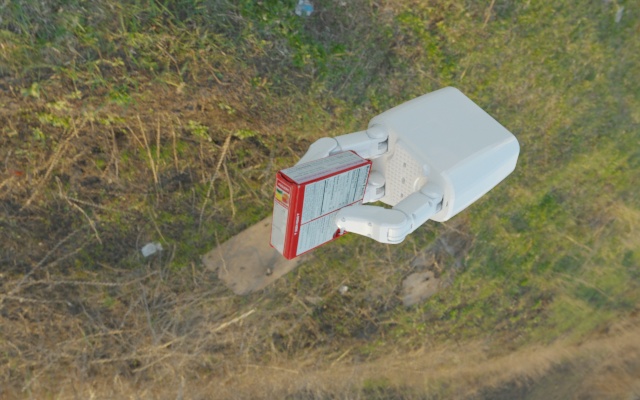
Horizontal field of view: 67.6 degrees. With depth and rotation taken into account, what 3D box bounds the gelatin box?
[{"bbox_3d":[0.000,0.002,0.411,0.089,0.073,0.030,-21,43,-40],"label":"gelatin box"}]
